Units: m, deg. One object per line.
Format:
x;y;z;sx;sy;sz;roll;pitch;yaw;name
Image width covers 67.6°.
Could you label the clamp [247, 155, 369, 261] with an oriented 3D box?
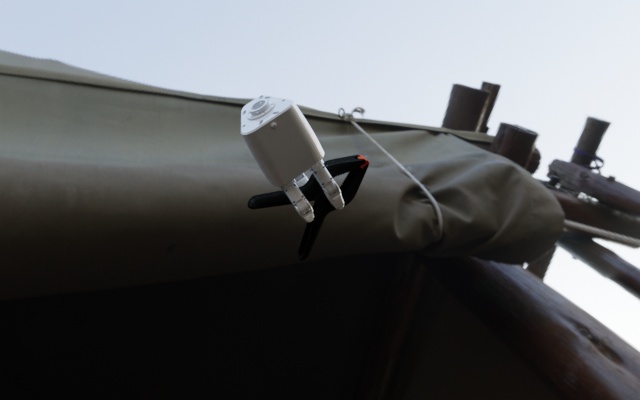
0.000;0.002;0.821;0.210;0.165;0.036;-34;37;-5;clamp
